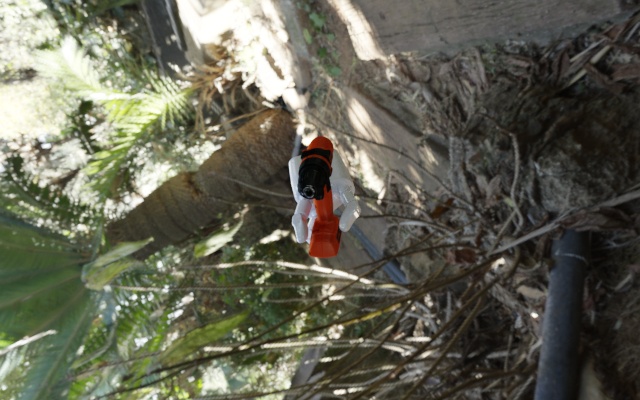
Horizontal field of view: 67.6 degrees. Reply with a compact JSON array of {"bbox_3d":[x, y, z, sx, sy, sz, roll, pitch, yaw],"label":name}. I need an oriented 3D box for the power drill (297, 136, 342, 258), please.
[{"bbox_3d":[0.000,0.003,0.821,0.057,0.188,0.184,0,30,9],"label":"power drill"}]
